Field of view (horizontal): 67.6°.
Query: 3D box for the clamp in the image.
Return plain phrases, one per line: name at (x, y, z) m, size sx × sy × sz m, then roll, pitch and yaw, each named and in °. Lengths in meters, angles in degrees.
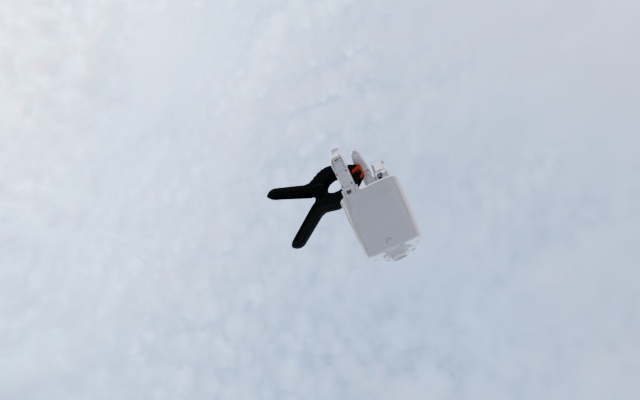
clamp at (0.000, 0.003, 0.796) m, size 0.171 × 0.120 × 0.039 m, roll -26°, pitch -21°, yaw 12°
